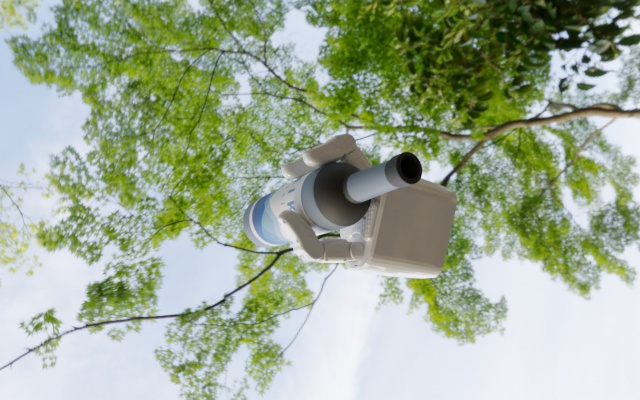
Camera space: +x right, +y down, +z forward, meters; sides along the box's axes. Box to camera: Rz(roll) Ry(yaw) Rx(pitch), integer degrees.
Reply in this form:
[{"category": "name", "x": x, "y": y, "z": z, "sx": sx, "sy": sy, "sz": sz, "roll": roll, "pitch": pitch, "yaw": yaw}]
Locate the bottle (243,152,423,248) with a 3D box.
[{"category": "bottle", "x": 0.000, "y": 0.002, "z": 0.509, "sx": 0.069, "sy": 0.069, "sz": 0.296, "roll": 0, "pitch": -11, "yaw": -30}]
